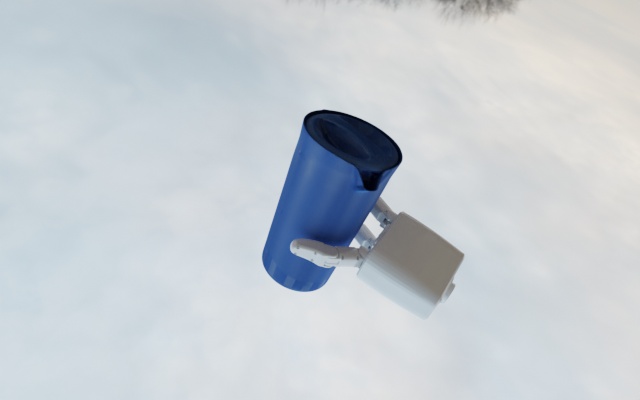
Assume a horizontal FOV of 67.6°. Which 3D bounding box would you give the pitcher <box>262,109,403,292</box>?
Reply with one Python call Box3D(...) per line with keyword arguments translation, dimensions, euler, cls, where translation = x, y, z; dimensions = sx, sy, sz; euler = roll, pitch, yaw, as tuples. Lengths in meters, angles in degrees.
Box3D(translation=(0.000, 0.002, 0.662), dimensions=(0.145, 0.243, 0.149), euler=(32, 34, 11), cls="pitcher")
